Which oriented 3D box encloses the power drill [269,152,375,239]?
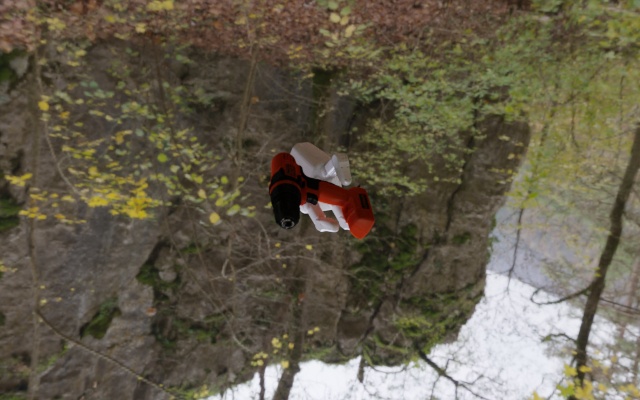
[{"bbox_3d":[0.000,0.003,0.826,0.188,0.057,0.184,22,34,-22],"label":"power drill"}]
